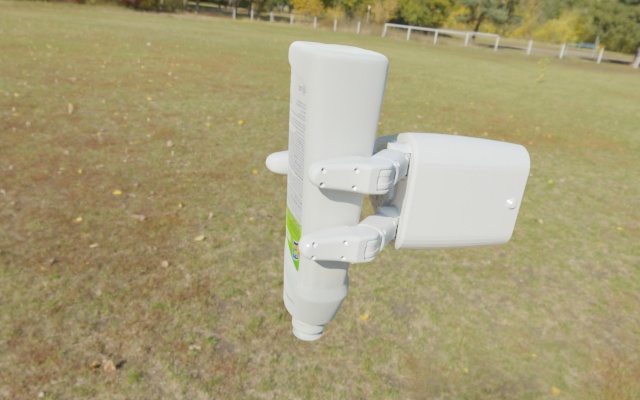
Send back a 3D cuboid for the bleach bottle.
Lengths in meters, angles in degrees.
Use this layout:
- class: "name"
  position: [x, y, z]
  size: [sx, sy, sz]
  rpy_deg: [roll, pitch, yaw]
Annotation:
- class: "bleach bottle"
  position: [0.000, 0.001, 0.405]
  size: [0.068, 0.251, 0.102]
  rpy_deg: [2, 22, -13]
